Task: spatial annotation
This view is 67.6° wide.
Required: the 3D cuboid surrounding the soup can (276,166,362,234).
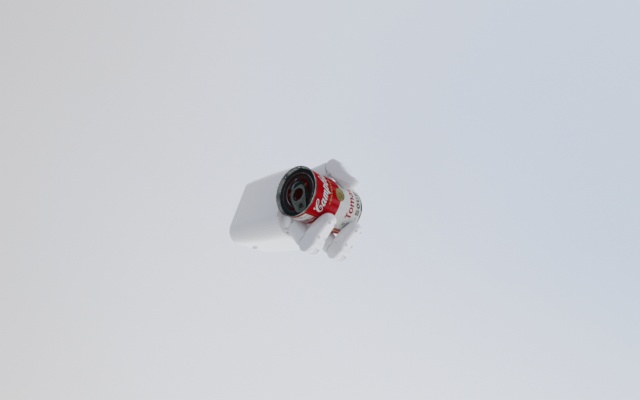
[{"bbox_3d":[0.001,0.002,0.638,0.068,0.068,0.102,0,-16,42],"label":"soup can"}]
